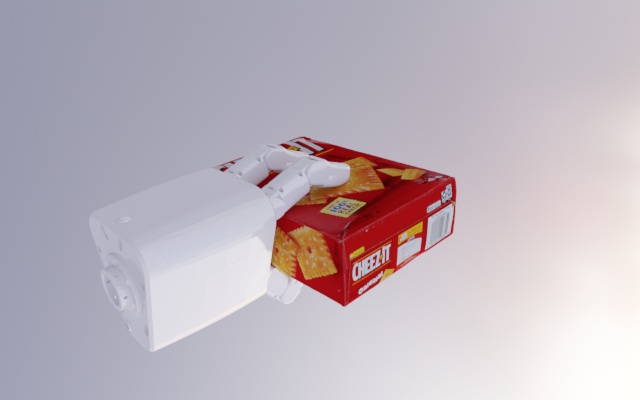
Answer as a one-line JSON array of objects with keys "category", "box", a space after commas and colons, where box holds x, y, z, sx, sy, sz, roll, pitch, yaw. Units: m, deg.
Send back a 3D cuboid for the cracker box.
[{"category": "cracker box", "box": [0.000, 0.002, 0.477, 0.164, 0.072, 0.213, -25, 33, -39]}]
